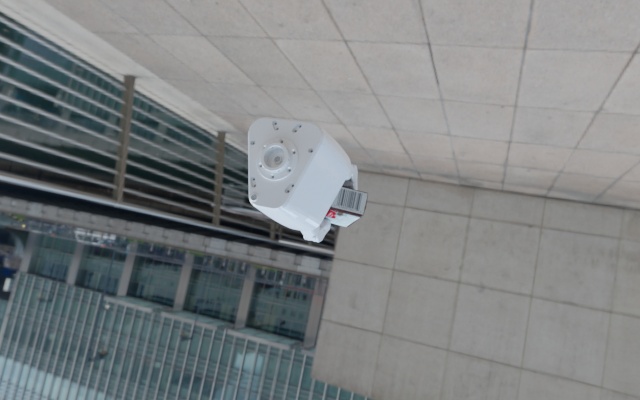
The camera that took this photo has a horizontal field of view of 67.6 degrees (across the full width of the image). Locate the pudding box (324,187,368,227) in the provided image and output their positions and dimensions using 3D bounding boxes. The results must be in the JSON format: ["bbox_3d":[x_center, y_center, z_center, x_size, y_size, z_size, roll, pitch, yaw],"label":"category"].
[{"bbox_3d":[0.000,0.002,0.672,0.113,0.039,0.090,16,-14,-7],"label":"pudding box"}]
